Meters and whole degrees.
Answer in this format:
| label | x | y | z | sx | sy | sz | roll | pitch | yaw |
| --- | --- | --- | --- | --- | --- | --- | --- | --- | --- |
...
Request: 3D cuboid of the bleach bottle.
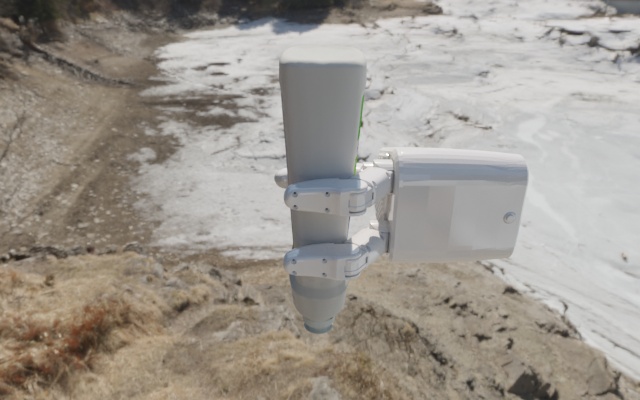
| label | x | y | z | sx | sy | sz | roll | pitch | yaw |
| --- | --- | --- | --- | --- | --- | --- | --- | --- | --- |
| bleach bottle | 0.000 | 0.001 | 0.416 | 0.068 | 0.251 | 0.102 | 1 | 24 | 1 |
